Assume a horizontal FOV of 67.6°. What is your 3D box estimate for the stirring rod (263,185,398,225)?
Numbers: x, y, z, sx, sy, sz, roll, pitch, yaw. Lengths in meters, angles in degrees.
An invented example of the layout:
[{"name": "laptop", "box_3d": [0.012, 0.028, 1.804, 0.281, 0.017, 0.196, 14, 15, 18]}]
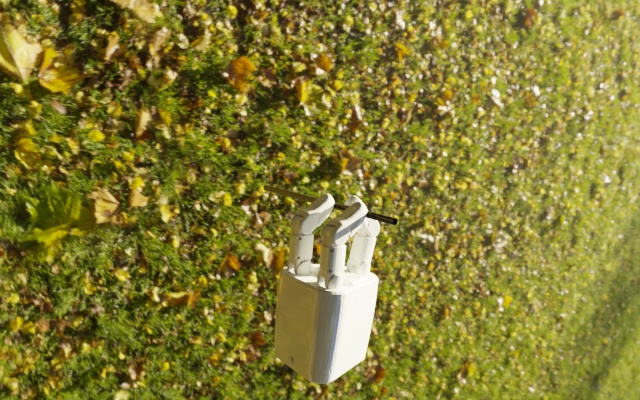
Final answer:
[{"name": "stirring rod", "box_3d": [0.000, 0.002, 0.584, 0.011, 0.011, 0.239, 0, 10, -41]}]
